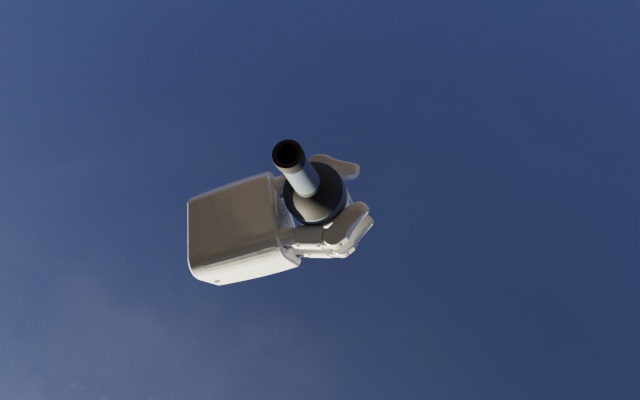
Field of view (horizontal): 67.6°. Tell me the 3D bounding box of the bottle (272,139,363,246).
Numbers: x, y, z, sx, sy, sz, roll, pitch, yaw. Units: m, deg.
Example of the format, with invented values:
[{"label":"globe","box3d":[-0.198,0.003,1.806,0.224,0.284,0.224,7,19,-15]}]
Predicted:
[{"label":"bottle","box3d":[0.000,0.002,0.543,0.069,0.069,0.296,0,-16,12]}]
